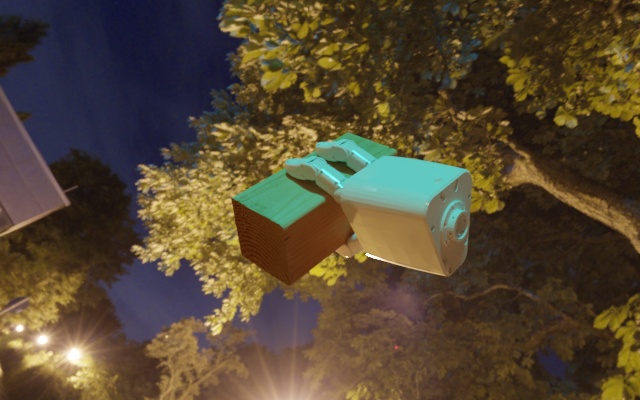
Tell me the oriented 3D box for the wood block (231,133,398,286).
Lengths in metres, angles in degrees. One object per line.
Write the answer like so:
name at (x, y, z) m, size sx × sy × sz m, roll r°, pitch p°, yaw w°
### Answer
wood block at (0.000, 0.002, 0.604) m, size 0.090 × 0.091 × 0.206 m, roll 26°, pitch 44°, yaw 35°
